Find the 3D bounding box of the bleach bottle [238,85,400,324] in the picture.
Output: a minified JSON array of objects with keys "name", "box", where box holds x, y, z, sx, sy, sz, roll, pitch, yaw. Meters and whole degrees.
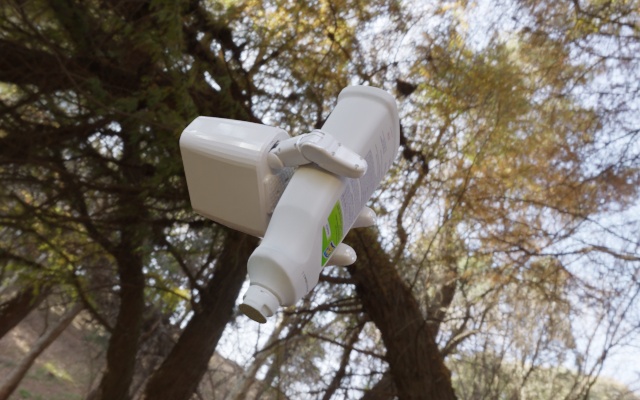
[{"name":"bleach bottle","box":[0.000,0.002,0.458,0.068,0.250,0.103,15,-38,26]}]
